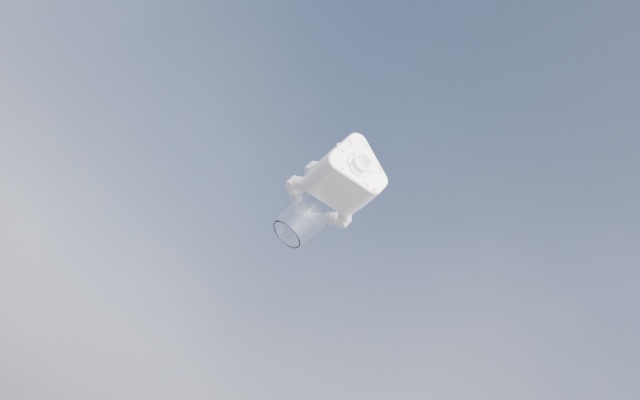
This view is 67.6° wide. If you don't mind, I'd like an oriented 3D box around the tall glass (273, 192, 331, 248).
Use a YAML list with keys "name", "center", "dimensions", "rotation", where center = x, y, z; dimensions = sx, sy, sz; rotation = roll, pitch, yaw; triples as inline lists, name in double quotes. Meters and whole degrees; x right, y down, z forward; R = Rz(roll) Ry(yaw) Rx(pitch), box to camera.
- name: "tall glass"
  center: [0.001, 0.003, 0.897]
  dimensions: [0.079, 0.079, 0.201]
  rotation: [0, 36, 49]
